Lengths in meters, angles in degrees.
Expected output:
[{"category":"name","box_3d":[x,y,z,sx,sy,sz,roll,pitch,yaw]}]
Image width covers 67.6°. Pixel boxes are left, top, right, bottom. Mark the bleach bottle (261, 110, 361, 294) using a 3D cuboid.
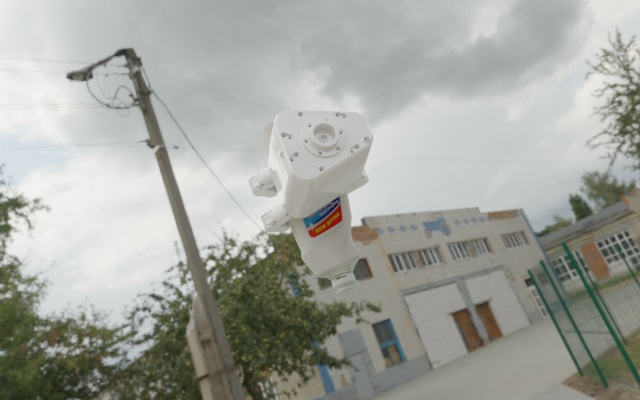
[{"category":"bleach bottle","box_3d":[0.000,0.002,0.657,0.102,0.250,0.068,-16,-19,-15]}]
